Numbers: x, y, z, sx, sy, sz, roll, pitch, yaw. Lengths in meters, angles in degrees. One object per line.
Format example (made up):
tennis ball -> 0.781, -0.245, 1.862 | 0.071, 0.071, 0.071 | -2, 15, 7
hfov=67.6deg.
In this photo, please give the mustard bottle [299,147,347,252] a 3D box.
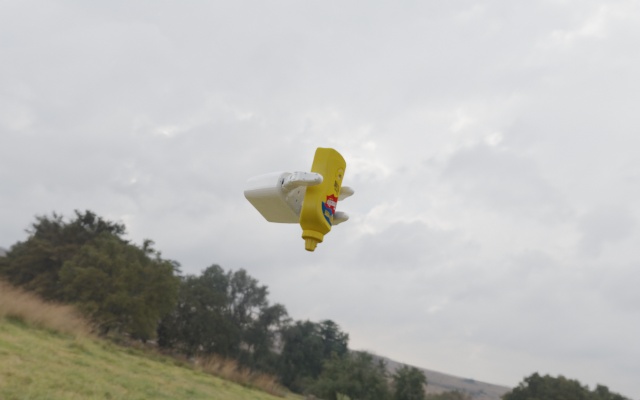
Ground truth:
mustard bottle -> 0.000, 0.003, 0.896 | 0.058, 0.191, 0.096 | 7, -21, 19
